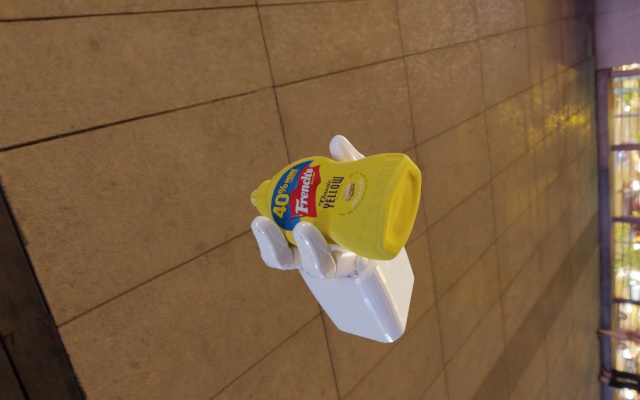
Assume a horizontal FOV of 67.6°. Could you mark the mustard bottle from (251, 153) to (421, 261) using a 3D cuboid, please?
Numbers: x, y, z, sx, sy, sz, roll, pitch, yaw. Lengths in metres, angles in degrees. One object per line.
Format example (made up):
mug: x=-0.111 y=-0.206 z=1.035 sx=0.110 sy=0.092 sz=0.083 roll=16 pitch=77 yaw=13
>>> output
mustard bottle: x=0.000 y=0.001 z=0.478 sx=0.191 sy=0.096 sz=0.058 roll=3 pitch=-23 yaw=41
